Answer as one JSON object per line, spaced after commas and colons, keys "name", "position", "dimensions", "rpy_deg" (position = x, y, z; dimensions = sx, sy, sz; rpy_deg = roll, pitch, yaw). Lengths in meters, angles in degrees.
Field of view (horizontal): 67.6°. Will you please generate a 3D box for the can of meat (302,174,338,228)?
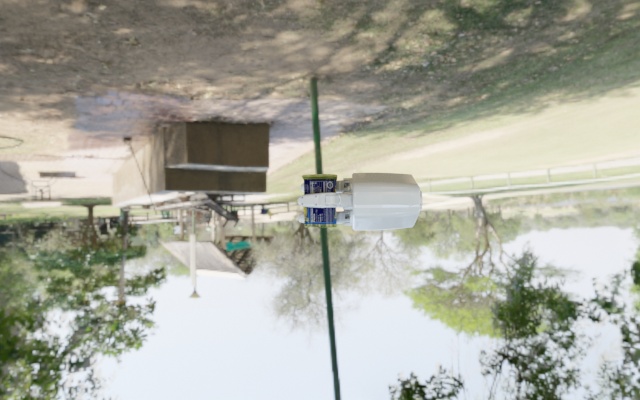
{"name": "can of meat", "position": [0.000, 0.003, 0.789], "dimensions": [0.057, 0.084, 0.102], "rpy_deg": [-1, -2, 1]}
